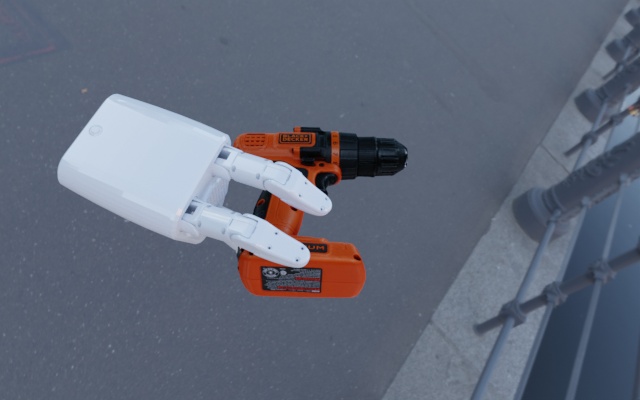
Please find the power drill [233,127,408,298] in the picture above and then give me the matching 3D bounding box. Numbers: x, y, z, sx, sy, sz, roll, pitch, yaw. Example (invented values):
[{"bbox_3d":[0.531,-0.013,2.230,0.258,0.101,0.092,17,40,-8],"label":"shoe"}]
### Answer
[{"bbox_3d":[0.000,0.002,0.456,0.184,0.057,0.187,0,44,0],"label":"power drill"}]
